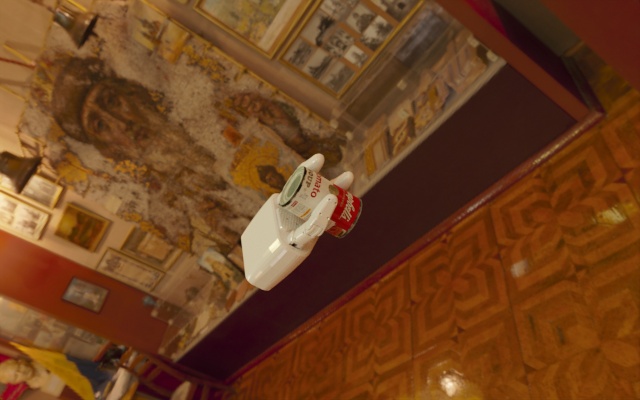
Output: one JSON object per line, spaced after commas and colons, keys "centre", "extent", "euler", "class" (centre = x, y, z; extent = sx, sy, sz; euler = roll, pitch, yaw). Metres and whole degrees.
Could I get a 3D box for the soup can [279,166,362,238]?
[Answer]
{"centre": [0.000, 0.002, 0.696], "extent": [0.102, 0.068, 0.068], "euler": [30, -11, -19], "class": "soup can"}
